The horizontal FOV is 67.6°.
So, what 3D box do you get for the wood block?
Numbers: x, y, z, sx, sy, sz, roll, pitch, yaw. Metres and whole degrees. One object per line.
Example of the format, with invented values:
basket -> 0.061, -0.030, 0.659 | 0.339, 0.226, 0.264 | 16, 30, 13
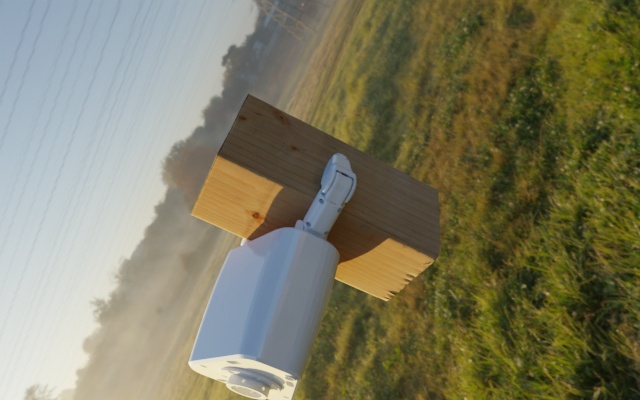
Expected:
wood block -> 0.000, 0.002, 0.449 | 0.206, 0.090, 0.091 | 26, -46, -12
